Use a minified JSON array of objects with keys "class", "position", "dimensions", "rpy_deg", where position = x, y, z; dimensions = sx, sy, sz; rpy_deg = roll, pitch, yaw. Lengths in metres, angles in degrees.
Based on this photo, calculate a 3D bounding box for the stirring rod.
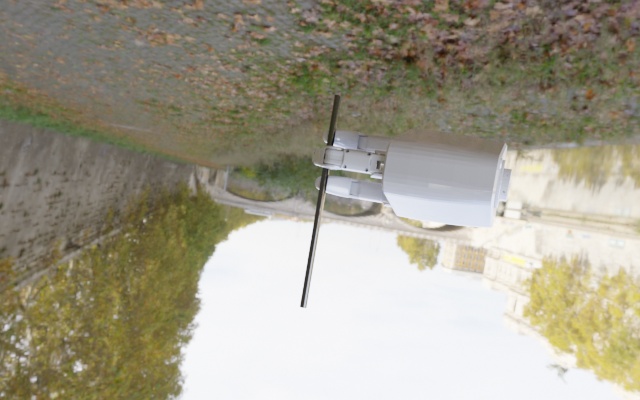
[{"class":"stirring rod","position":[0.000,0.002,0.535],"dimensions":[0.011,0.239,0.011],"rpy_deg":[9,2,0]}]
